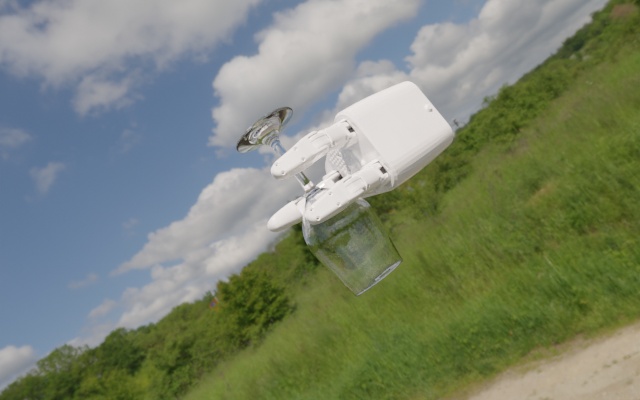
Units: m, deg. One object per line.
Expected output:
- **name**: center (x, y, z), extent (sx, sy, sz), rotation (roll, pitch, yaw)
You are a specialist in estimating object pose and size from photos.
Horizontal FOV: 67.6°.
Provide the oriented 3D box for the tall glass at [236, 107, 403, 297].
- **tall glass**: center (0.000, 0.001, 0.502), extent (0.079, 0.201, 0.079), rotation (-37, -8, -6)
